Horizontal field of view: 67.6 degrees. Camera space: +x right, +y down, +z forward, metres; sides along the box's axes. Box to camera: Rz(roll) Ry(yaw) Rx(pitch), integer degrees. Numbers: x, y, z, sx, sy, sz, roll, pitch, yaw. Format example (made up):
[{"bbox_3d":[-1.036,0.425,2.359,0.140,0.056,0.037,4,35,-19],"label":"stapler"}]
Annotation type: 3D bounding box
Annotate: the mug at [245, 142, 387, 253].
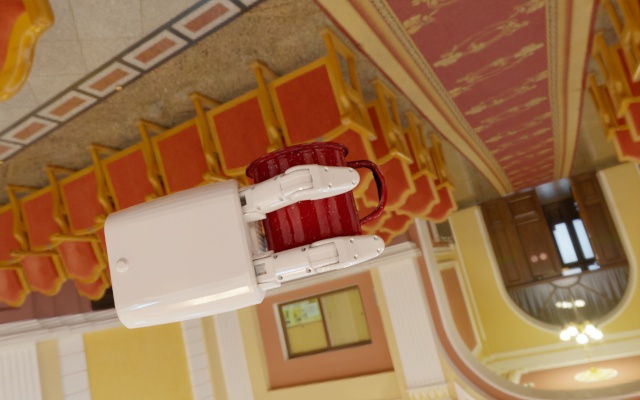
[{"bbox_3d":[0.002,0.001,0.413,0.117,0.081,0.093,-13,-12,1],"label":"mug"}]
